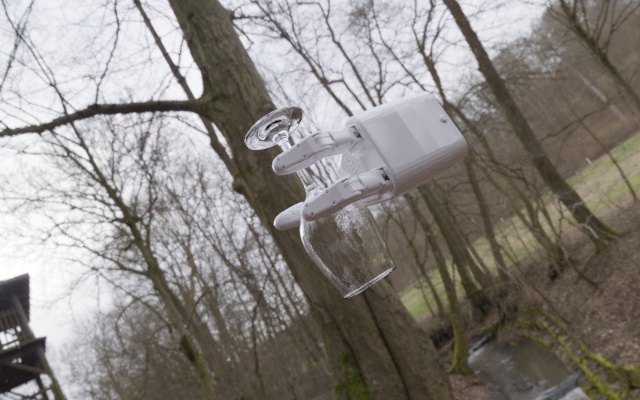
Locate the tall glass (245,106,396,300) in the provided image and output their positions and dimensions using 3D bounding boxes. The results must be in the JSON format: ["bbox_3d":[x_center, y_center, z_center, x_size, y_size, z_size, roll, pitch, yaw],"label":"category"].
[{"bbox_3d":[0.000,0.001,0.504,0.079,0.201,0.079,-29,-15,-8],"label":"tall glass"}]
